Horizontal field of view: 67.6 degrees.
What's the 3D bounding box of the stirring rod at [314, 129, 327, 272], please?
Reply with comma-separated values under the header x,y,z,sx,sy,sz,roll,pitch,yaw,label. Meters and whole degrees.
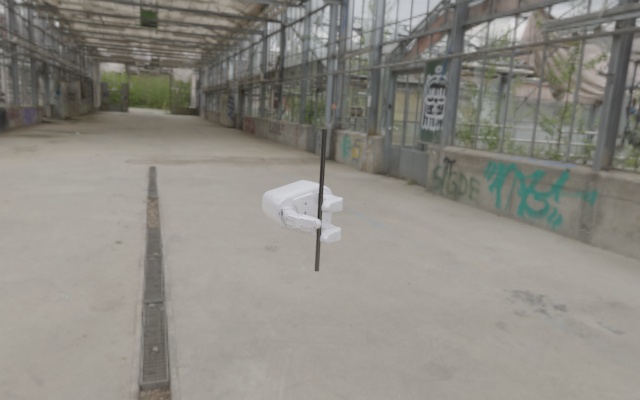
x,y,z,sx,sy,sz,roll,pitch,yaw,label
0.000,0.003,0.798,0.011,0.239,0.011,3,11,-1,stirring rod
